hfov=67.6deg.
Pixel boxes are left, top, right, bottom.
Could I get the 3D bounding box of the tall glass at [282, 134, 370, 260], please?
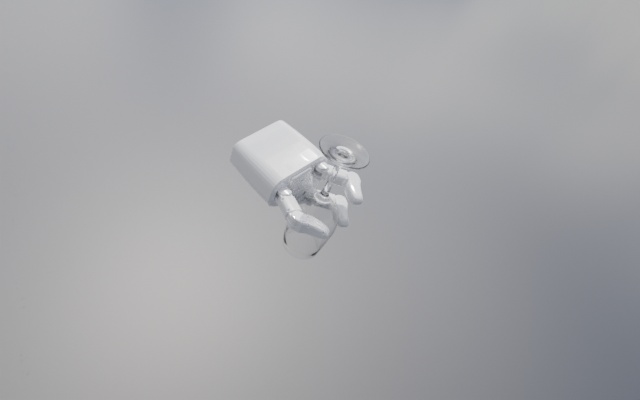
[{"bbox_3d":[0.000,0.002,0.713,0.079,0.201,0.079,15,40,-13],"label":"tall glass"}]
